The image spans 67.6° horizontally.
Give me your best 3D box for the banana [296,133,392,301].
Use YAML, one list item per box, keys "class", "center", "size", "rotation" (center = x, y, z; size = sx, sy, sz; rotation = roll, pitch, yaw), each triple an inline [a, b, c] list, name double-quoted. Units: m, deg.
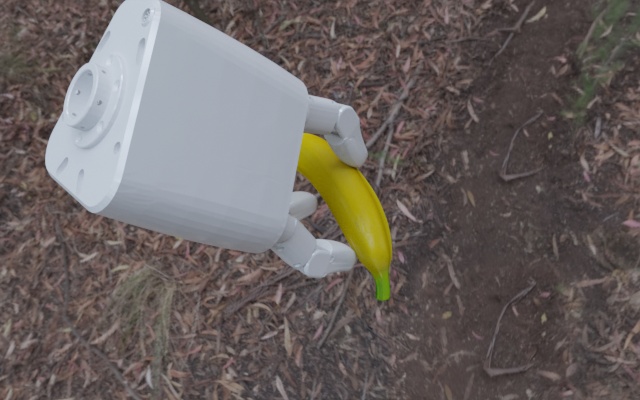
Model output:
- class: "banana"
  center: [0.007, -0.010, 0.404]
  size: [0.037, 0.070, 0.197]
  rotation: [-5, 44, -31]
